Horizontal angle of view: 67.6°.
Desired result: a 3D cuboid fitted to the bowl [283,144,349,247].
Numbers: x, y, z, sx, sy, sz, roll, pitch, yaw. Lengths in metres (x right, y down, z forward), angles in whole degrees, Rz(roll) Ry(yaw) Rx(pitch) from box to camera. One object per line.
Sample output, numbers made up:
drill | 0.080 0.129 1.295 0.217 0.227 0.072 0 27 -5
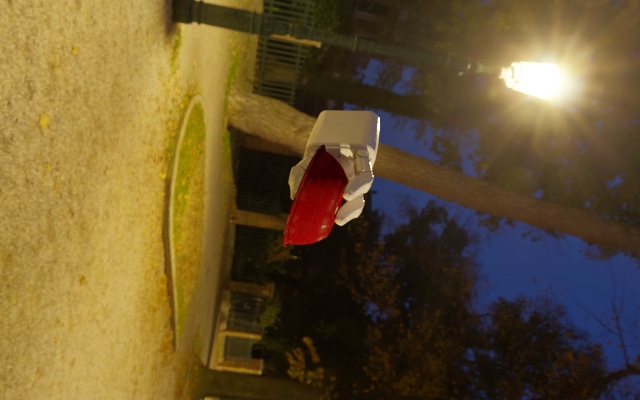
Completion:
bowl | 0.000 0.004 0.704 0.055 0.162 0.162 21 2 6
